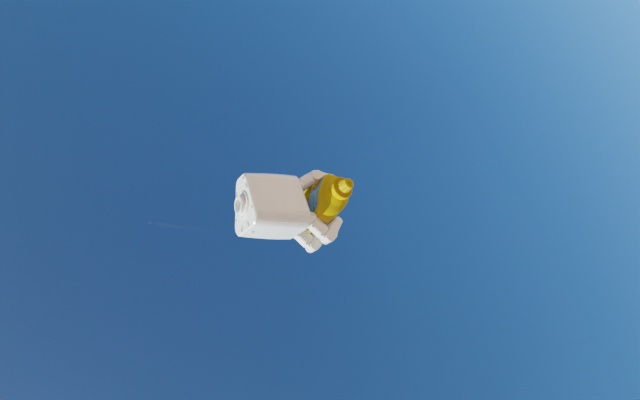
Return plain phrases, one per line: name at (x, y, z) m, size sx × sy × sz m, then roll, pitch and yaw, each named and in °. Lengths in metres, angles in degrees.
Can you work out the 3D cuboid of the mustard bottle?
mustard bottle at (0.000, 0.003, 0.896) m, size 0.058 × 0.096 × 0.192 m, roll 28°, pitch -34°, yaw -20°
